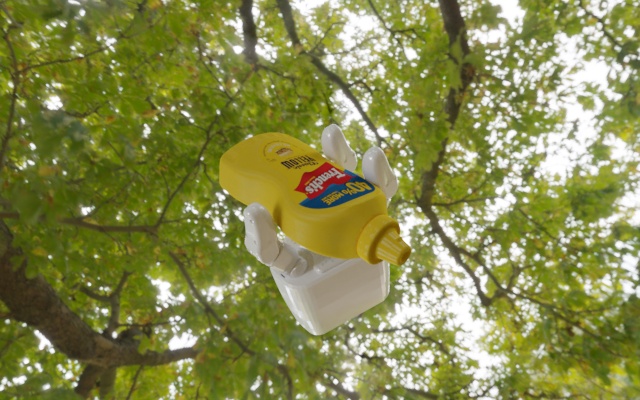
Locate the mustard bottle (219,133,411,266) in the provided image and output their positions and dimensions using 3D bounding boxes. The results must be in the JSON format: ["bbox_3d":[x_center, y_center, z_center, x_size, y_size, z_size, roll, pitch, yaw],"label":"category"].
[{"bbox_3d":[0.000,0.001,0.424,0.096,0.058,0.191,-20,41,-40],"label":"mustard bottle"}]
